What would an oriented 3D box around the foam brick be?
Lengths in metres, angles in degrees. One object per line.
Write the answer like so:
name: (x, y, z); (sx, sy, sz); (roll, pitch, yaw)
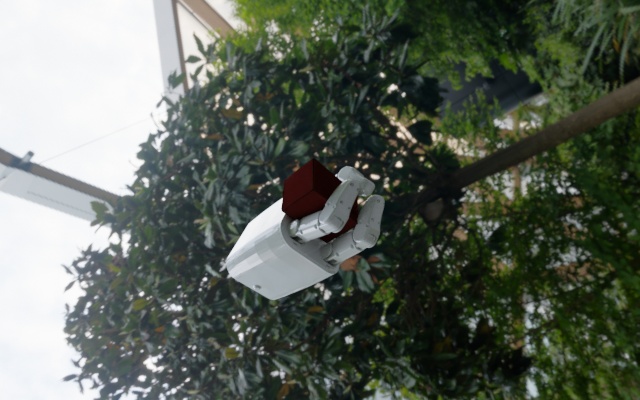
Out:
foam brick: (0.000, 0.002, 0.548); (0.051, 0.053, 0.078); (-32, -54, 30)
